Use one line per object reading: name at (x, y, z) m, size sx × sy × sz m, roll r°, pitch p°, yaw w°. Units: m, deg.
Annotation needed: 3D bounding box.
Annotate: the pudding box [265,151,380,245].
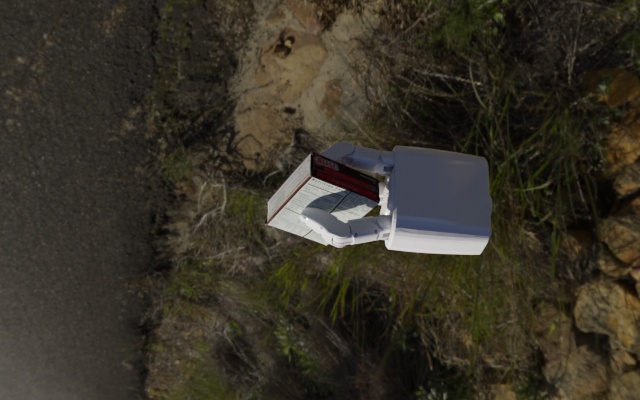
pudding box at (0.000, 0.002, 0.547) m, size 0.090 × 0.039 × 0.113 m, roll 22°, pitch -43°, yaw -24°
